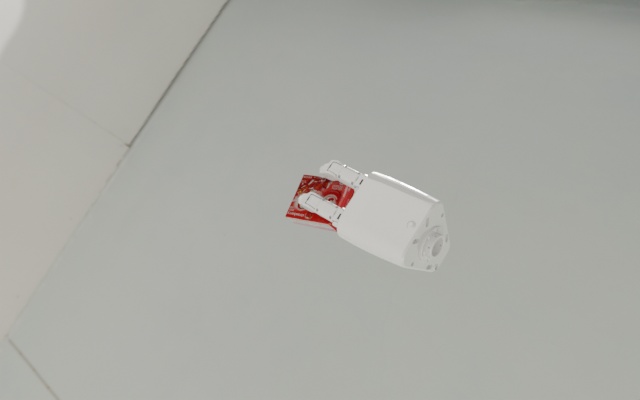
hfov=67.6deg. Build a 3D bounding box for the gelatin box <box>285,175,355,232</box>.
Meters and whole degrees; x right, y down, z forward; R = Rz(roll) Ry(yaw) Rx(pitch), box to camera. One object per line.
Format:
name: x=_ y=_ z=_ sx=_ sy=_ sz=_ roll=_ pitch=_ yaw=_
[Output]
gelatin box: x=0.000 y=0.002 z=0.701 sx=0.089 sy=0.073 sz=0.030 roll=9 pitch=-22 yaw=40
